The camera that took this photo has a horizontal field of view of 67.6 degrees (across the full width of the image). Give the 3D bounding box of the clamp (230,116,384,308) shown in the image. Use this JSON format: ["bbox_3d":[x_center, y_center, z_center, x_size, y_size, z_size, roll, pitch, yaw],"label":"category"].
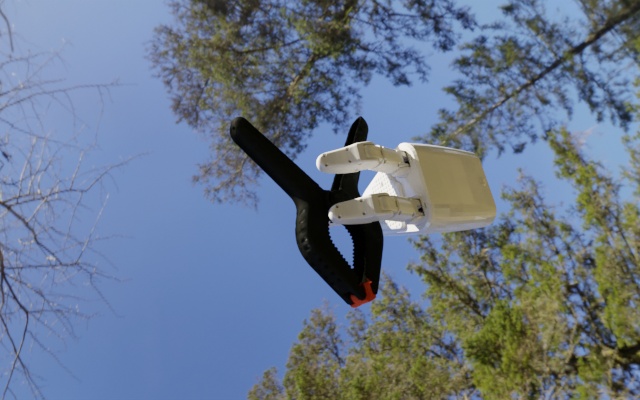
[{"bbox_3d":[0.000,0.002,0.472,0.164,0.210,0.036,0,-24,-30],"label":"clamp"}]
